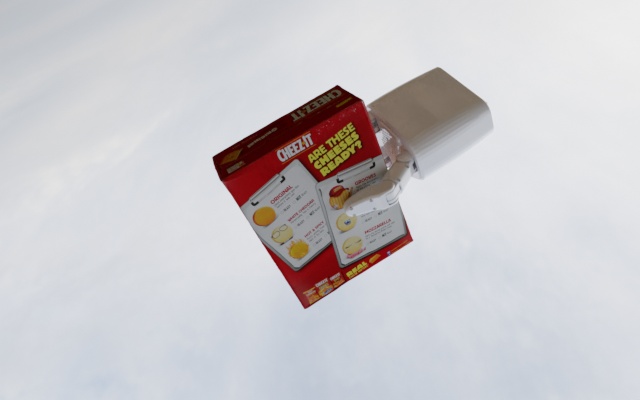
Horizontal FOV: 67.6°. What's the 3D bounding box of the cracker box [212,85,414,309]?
[{"bbox_3d":[0.000,0.002,0.554,0.164,0.214,0.072,-31,36,-6],"label":"cracker box"}]
